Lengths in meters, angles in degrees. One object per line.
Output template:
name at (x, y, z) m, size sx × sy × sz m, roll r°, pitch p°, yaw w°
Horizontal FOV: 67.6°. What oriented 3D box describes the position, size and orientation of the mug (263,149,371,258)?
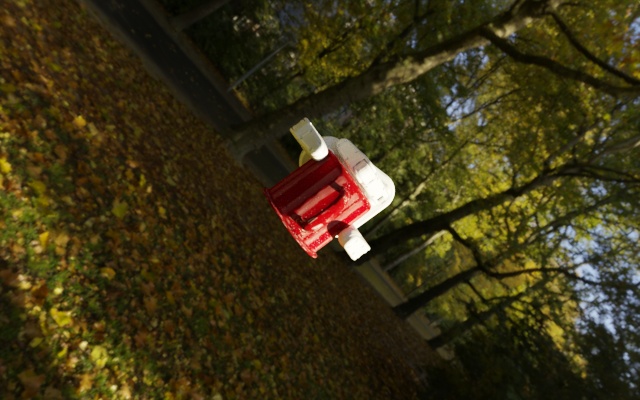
mug at (0.000, 0.002, 0.492) m, size 0.081 × 0.093 × 0.117 m, roll -37°, pitch 10°, yaw 2°
